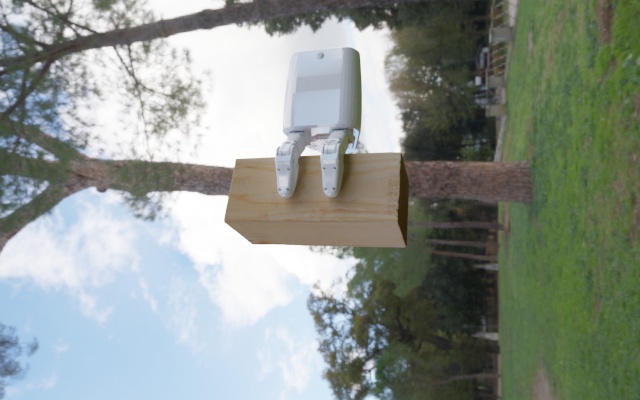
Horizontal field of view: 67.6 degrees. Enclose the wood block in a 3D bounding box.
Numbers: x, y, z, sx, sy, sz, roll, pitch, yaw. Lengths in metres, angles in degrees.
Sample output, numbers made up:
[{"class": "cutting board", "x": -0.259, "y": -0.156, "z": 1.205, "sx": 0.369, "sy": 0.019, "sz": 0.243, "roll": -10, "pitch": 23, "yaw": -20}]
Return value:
[{"class": "wood block", "x": 0.000, "y": 0.002, "z": 0.590, "sx": 0.206, "sy": 0.090, "sz": 0.091, "roll": -1, "pitch": -23, "yaw": 17}]
